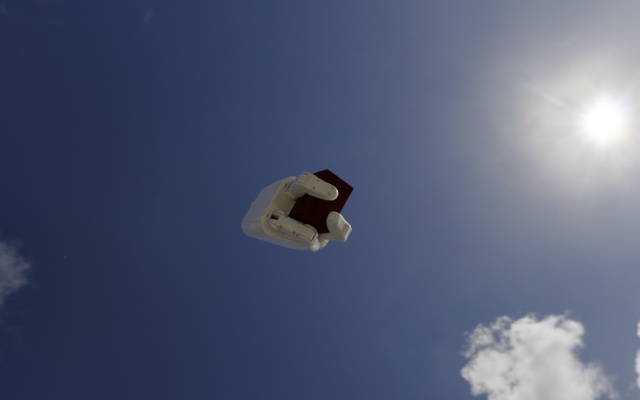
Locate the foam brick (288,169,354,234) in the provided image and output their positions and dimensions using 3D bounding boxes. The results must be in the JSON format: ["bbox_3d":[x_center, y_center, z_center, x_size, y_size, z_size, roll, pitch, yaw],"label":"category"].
[{"bbox_3d":[0.000,0.002,0.690,0.053,0.078,0.051,37,-21,-19],"label":"foam brick"}]
